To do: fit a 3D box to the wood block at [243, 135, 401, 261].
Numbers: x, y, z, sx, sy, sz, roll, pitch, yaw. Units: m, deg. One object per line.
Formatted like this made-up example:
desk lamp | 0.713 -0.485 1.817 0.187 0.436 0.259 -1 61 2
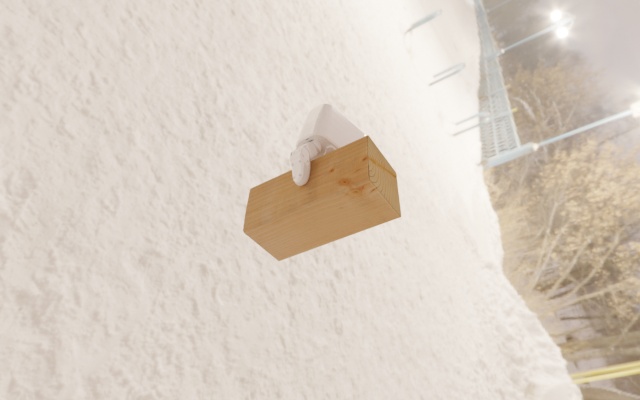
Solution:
wood block | 0.000 0.002 0.689 0.206 0.090 0.091 -23 -48 25
